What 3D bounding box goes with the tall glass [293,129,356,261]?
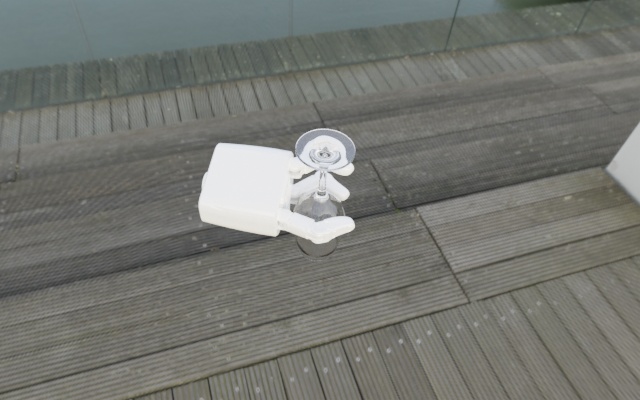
[{"bbox_3d":[0.000,0.002,0.655,0.079,0.079,0.201,0,-41,-4],"label":"tall glass"}]
